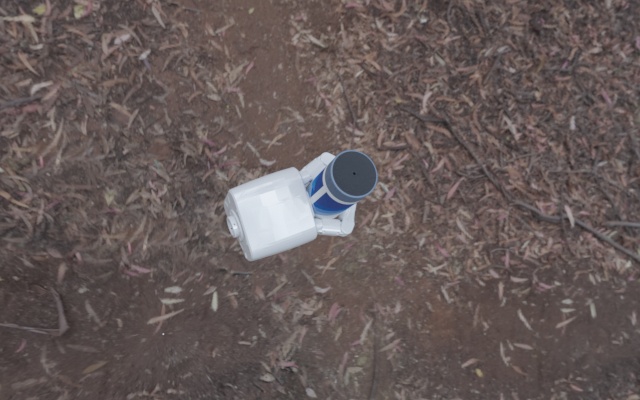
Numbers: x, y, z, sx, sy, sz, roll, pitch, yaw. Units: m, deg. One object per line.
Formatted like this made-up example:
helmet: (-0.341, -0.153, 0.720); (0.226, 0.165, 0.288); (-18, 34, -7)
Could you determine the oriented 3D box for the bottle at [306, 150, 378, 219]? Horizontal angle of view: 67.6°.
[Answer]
bottle: (0.000, 0.002, 0.759); (0.069, 0.069, 0.296); (0, -15, -18)
